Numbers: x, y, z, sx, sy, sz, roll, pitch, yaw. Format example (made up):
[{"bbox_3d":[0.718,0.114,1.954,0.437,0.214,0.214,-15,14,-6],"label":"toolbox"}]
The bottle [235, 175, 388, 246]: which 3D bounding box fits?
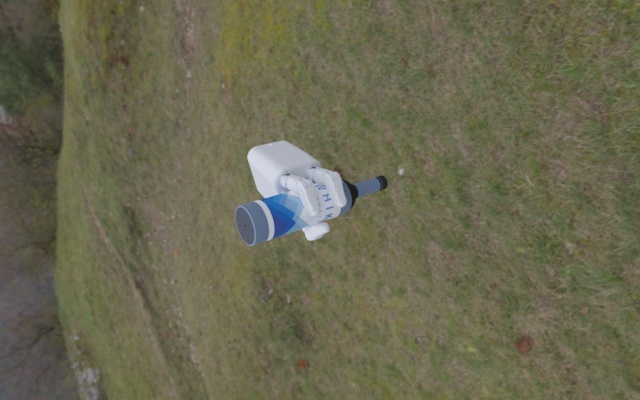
[{"bbox_3d":[0.000,0.003,0.826,0.295,0.069,0.069,-17,10,-33],"label":"bottle"}]
